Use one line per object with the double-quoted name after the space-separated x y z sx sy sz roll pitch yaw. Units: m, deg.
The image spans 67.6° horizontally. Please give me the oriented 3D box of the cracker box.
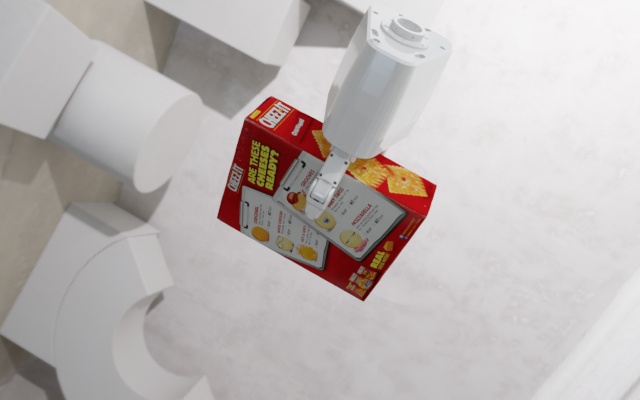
0.000 0.002 0.560 0.213 0.164 0.072 29 42 4 "cracker box"
